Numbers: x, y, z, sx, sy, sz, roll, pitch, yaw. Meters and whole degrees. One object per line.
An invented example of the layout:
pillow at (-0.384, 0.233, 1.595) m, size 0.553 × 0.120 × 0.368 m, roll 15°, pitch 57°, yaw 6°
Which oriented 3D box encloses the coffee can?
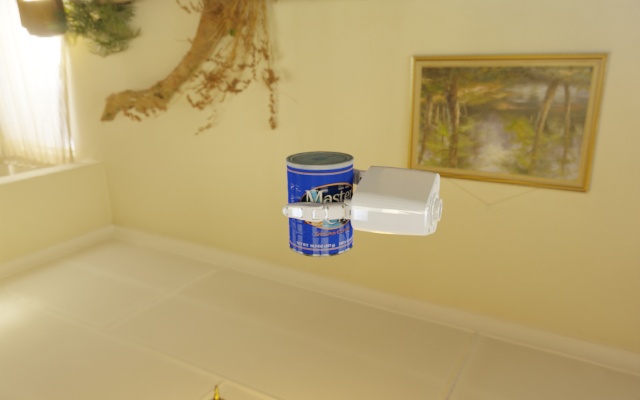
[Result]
coffee can at (0.000, 0.002, 0.735) m, size 0.103 × 0.140 × 0.102 m, roll -1°, pitch 17°, yaw 0°
